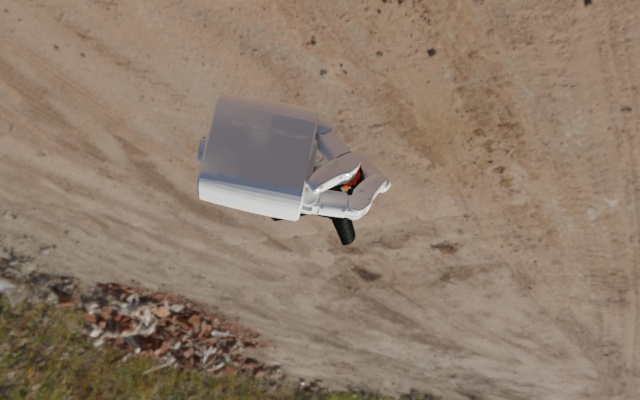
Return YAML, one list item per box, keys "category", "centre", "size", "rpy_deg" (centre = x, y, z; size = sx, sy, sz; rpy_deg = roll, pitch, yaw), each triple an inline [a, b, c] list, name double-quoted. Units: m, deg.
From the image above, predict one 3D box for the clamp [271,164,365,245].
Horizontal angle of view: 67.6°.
- category: "clamp"
  centre: [0.000, 0.002, 0.583]
  size: [0.120, 0.039, 0.172]
  rpy_deg: [11, -31, -5]
